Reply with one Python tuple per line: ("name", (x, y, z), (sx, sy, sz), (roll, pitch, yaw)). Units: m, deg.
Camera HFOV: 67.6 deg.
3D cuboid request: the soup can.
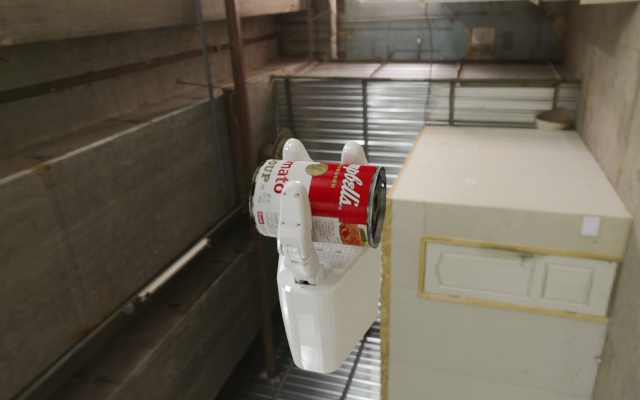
("soup can", (0.000, 0.001, 0.403), (0.102, 0.068, 0.068), (5, 1, 16))
